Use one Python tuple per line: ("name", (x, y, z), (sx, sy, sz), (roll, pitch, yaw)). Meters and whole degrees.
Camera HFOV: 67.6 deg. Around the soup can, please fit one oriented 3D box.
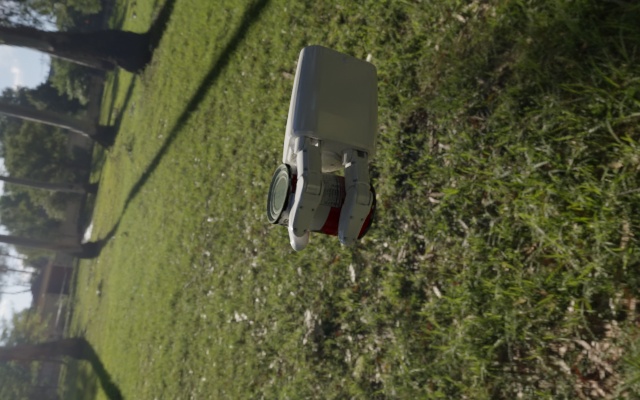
("soup can", (0.000, 0.002, 0.520), (0.102, 0.068, 0.068), (12, -5, -23))
